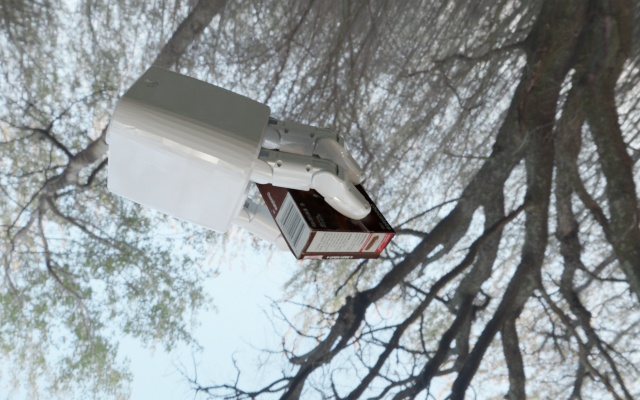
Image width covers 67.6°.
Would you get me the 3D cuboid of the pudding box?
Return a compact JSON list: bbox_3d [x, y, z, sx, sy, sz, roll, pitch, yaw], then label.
[{"bbox_3d":[0.000,0.002,0.423,0.090,0.039,0.113,3,41,-35],"label":"pudding box"}]
